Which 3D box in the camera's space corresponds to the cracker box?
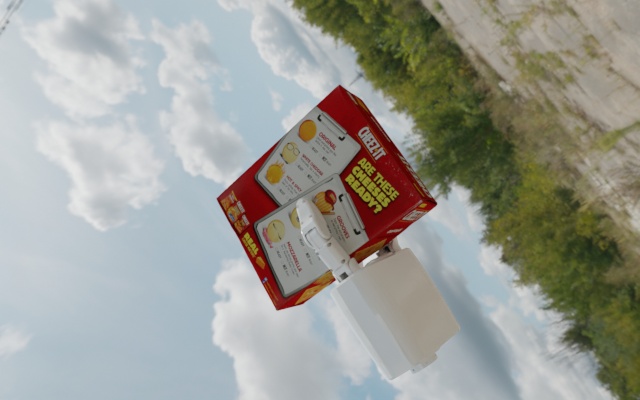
[{"bbox_3d":[0.000,0.002,0.560,0.214,0.164,0.072,-39,-20,20],"label":"cracker box"}]
